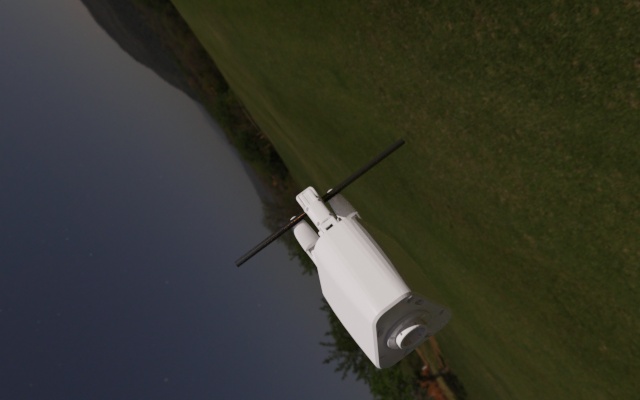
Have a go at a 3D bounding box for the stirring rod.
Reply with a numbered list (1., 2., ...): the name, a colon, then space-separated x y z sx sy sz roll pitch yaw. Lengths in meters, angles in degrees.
1. stirring rod: 0.000 0.002 0.553 0.239 0.011 0.011 -37 2 -2
